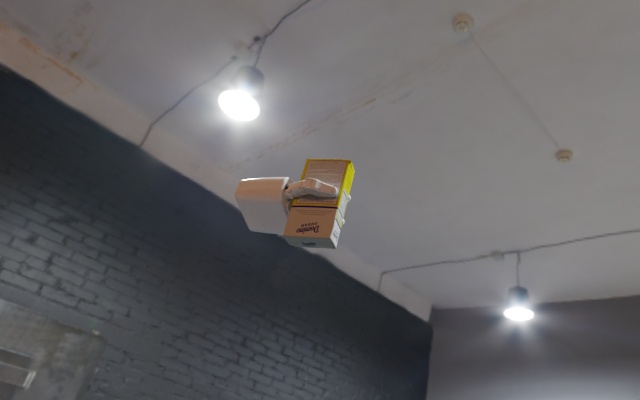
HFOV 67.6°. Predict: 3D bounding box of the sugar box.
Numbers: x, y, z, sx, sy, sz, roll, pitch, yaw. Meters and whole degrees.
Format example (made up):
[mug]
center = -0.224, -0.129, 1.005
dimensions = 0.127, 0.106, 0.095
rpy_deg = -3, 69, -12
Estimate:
[sugar box]
center = 0.000, 0.003, 0.883
dimensions = 0.093, 0.176, 0.048
rpy_deg = 2, -32, 22
